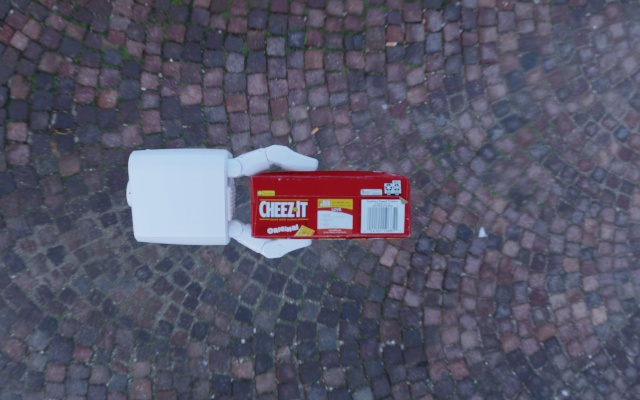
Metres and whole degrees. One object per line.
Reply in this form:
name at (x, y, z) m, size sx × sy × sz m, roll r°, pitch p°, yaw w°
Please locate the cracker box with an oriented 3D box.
cracker box at (0.000, 0.002, 0.578) m, size 0.164 × 0.072 × 0.213 m, roll 0°, pitch 2°, yaw -6°
